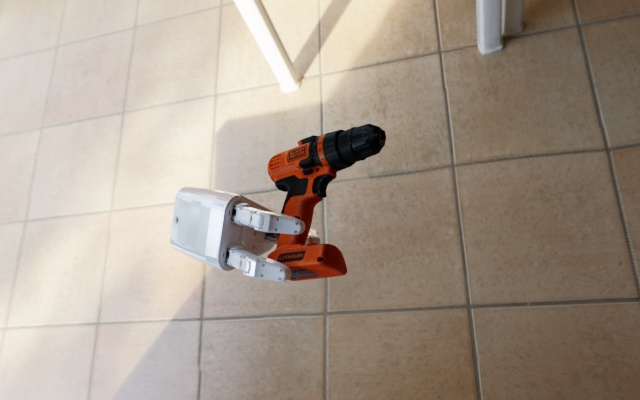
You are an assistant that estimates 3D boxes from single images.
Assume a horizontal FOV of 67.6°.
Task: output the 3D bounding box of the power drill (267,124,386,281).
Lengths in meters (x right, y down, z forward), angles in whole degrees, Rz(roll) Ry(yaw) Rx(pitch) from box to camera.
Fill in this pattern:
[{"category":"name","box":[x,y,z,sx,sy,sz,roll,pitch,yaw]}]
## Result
[{"category":"power drill","box":[0.000,0.002,0.604,0.184,0.187,0.057,-16,-32,39]}]
